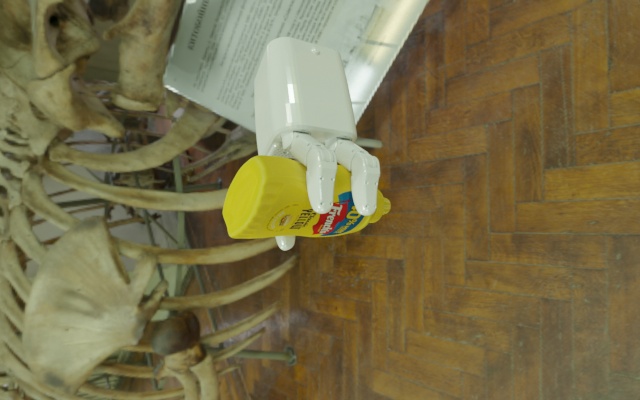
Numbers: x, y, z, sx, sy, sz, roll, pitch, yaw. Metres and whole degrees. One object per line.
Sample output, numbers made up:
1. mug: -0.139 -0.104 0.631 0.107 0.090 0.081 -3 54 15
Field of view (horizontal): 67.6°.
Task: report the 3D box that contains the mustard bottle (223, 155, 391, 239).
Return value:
1. mustard bottle: 0.000 0.002 0.512 0.191 0.058 0.096 3 -42 -36
